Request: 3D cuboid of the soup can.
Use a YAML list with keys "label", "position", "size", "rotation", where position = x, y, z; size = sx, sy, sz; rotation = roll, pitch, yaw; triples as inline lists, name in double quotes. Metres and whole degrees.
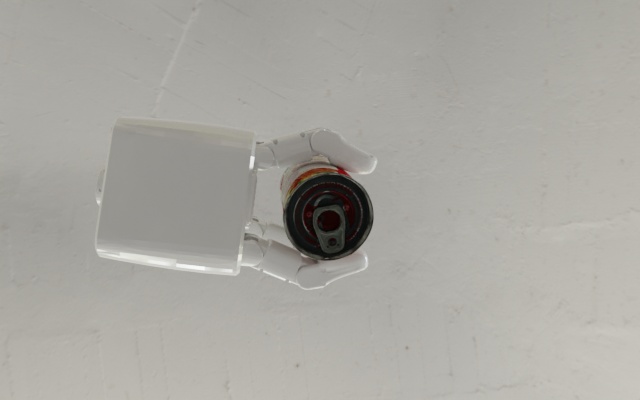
- label: "soup can"
  position: [0.001, 0.001, 0.400]
  size: [0.068, 0.068, 0.102]
  rotation: [0, 13, -7]
